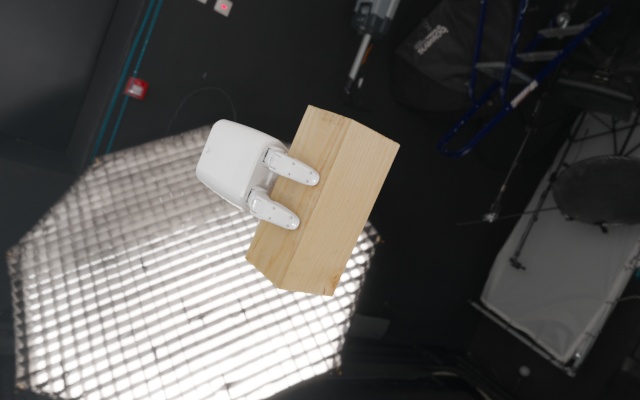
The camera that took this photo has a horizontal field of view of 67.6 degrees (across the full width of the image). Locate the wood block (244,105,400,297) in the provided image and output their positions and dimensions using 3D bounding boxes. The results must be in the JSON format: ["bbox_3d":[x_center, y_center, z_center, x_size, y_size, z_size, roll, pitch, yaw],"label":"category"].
[{"bbox_3d":[0.000,0.002,0.587,0.091,0.206,0.090,18,8,-42],"label":"wood block"}]
